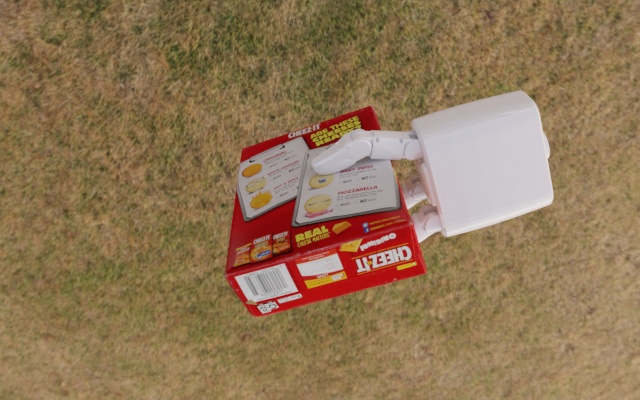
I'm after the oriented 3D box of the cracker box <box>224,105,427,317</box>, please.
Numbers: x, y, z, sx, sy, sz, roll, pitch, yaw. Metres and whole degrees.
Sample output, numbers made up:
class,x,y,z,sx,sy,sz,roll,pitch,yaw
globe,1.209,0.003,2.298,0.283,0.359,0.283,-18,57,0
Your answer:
class,x,y,z,sx,sy,sz,roll,pitch,yaw
cracker box,0.000,0.002,0.486,0.164,0.072,0.213,-17,35,8
